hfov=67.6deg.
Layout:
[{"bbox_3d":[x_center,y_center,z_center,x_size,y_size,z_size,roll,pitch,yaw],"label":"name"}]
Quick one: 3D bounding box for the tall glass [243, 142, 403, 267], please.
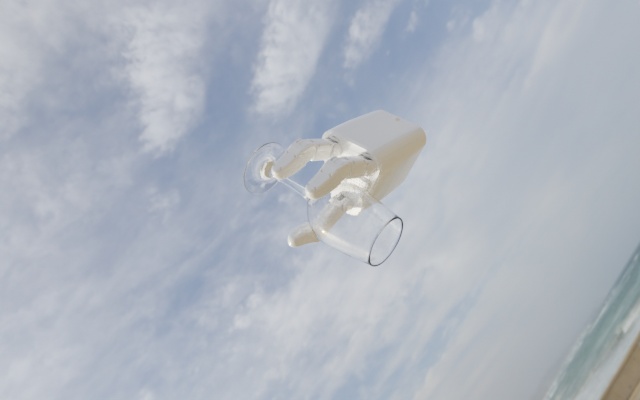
[{"bbox_3d":[-0.001,0.002,0.573,0.201,0.079,0.079,32,18,32],"label":"tall glass"}]
